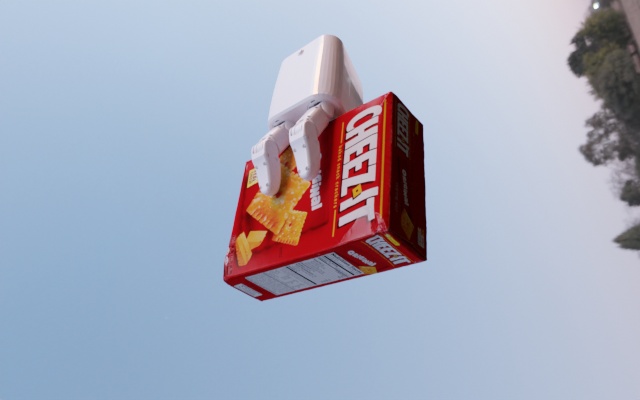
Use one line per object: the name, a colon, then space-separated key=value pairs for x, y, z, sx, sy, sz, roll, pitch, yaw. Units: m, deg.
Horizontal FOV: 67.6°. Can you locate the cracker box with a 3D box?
cracker box: x=0.000 y=0.002 z=0.503 sx=0.214 sy=0.164 sz=0.072 roll=-21 pitch=-41 yaw=36
